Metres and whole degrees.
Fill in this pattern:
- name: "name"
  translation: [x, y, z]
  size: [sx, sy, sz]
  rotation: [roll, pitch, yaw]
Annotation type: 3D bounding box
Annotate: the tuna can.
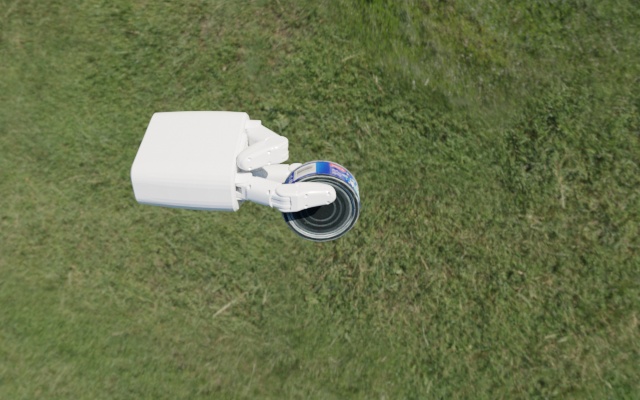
- name: "tuna can"
  translation: [0.000, 0.002, 0.518]
  size: [0.086, 0.086, 0.033]
  rotation: [0, 31, -1]
